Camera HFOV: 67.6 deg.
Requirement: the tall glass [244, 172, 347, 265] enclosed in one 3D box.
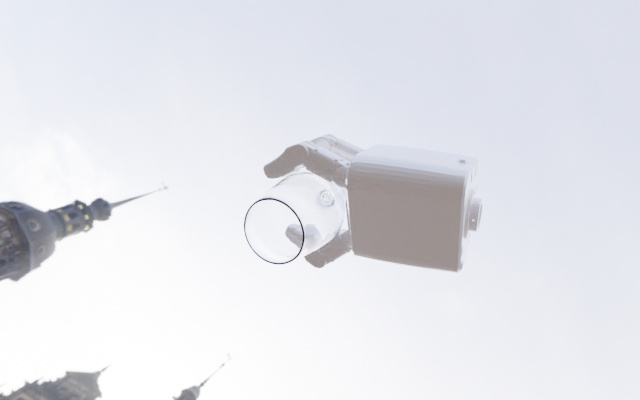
[{"bbox_3d":[0.000,0.002,0.503,0.079,0.079,0.201,0,15,26],"label":"tall glass"}]
